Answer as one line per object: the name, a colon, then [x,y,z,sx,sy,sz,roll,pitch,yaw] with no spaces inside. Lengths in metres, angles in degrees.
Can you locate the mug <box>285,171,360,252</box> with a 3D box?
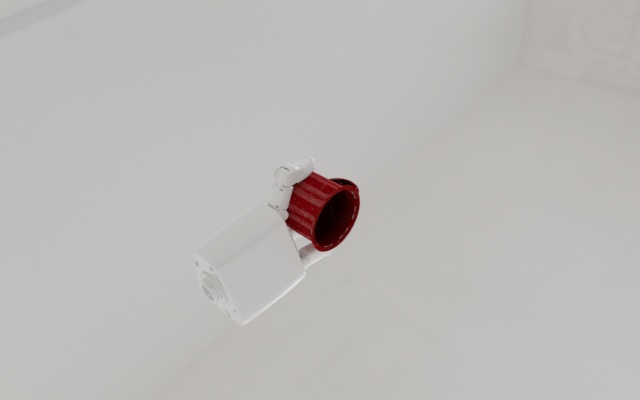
mug: [0.001,0.001,0.635,0.081,0.093,0.117,29,50,34]
